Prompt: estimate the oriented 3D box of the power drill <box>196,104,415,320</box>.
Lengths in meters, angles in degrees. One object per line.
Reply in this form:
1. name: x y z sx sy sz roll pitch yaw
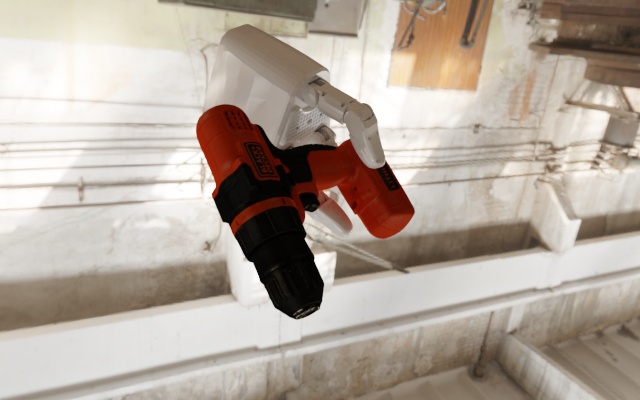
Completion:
1. power drill: 0.000 0.001 0.412 0.187 0.184 0.057 -1 -32 -47
